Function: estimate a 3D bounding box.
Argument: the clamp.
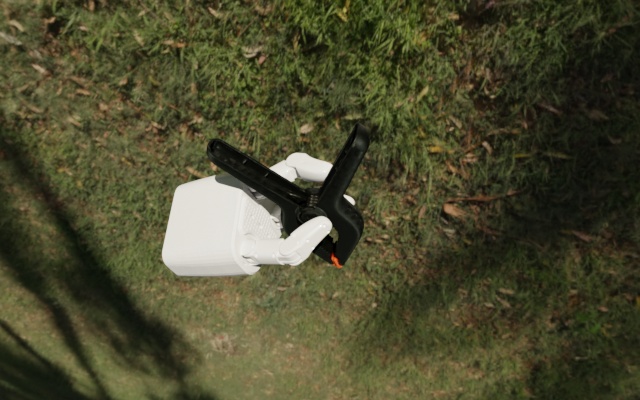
[{"bbox_3d":[0.000,0.003,0.502,0.164,0.036,0.210,-7,-43,27],"label":"clamp"}]
